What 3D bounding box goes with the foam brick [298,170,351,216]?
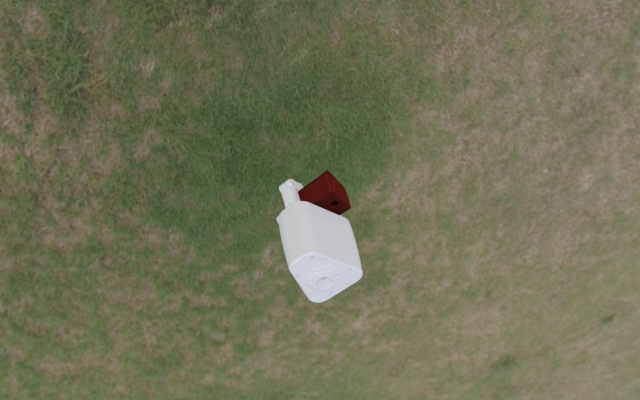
[{"bbox_3d":[0.000,0.002,0.754,0.078,0.051,0.053,-35,-51,17],"label":"foam brick"}]
